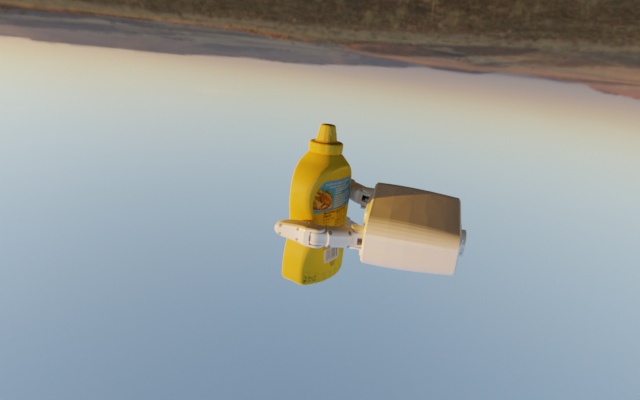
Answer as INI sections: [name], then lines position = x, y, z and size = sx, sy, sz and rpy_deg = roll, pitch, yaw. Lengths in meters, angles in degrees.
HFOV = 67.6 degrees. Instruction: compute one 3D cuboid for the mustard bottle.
[mustard bottle]
position = 0.000, 0.002, 0.589
size = 0.058, 0.192, 0.096
rpy_deg = 18, 20, 33
